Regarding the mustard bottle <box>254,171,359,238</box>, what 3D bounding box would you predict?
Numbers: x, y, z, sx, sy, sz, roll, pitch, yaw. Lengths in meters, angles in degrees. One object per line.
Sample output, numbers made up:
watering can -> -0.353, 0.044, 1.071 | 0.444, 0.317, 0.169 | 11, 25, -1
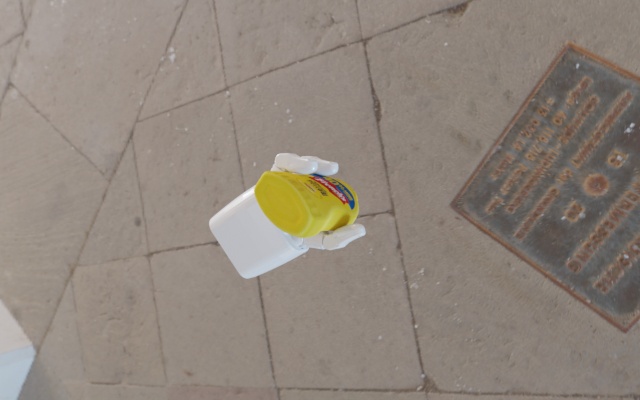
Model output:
mustard bottle -> 0.000, 0.002, 0.654 | 0.096, 0.058, 0.191 | 42, 20, 23
